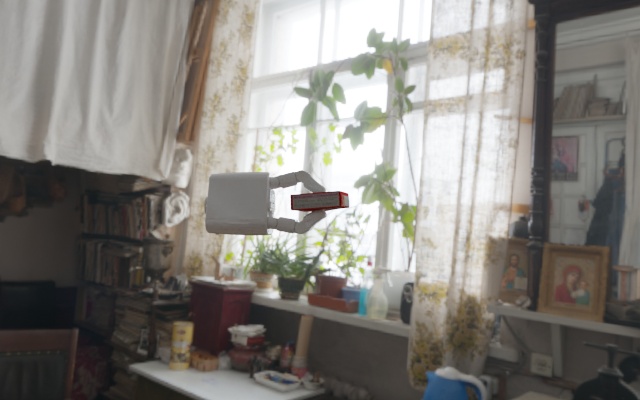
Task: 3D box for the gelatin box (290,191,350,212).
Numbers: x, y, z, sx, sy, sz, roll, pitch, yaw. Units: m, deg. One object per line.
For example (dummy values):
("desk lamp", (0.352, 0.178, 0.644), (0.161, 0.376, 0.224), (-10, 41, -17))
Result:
("gelatin box", (0.000, 0.002, 0.823), (0.089, 0.030, 0.073), (-5, -4, 14))
